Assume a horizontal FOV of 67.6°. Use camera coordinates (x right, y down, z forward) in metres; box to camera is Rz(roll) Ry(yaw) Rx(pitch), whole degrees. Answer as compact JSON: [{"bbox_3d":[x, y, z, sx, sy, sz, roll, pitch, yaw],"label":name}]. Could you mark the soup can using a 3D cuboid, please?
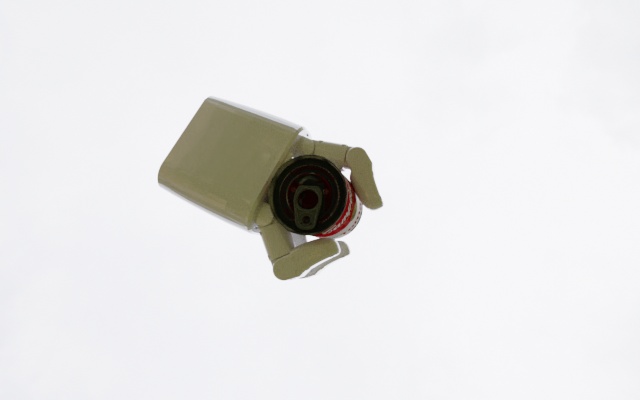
[{"bbox_3d":[0.001,0.002,0.443,0.068,0.068,0.102,0,-7,13],"label":"soup can"}]
